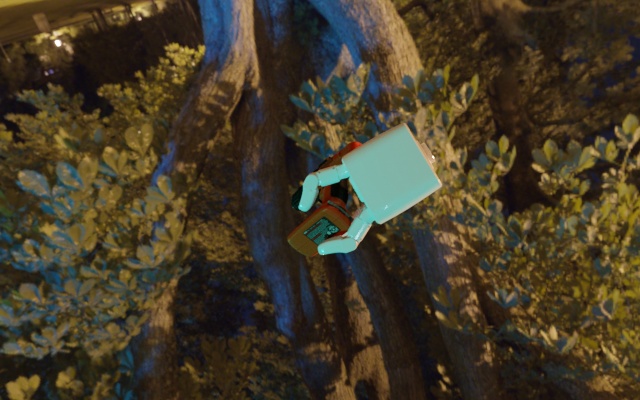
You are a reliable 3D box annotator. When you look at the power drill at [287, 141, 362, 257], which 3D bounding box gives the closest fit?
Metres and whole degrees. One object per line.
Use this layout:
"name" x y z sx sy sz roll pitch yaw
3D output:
"power drill" 0.000 0.003 0.793 0.057 0.187 0.184 36 -54 -18
